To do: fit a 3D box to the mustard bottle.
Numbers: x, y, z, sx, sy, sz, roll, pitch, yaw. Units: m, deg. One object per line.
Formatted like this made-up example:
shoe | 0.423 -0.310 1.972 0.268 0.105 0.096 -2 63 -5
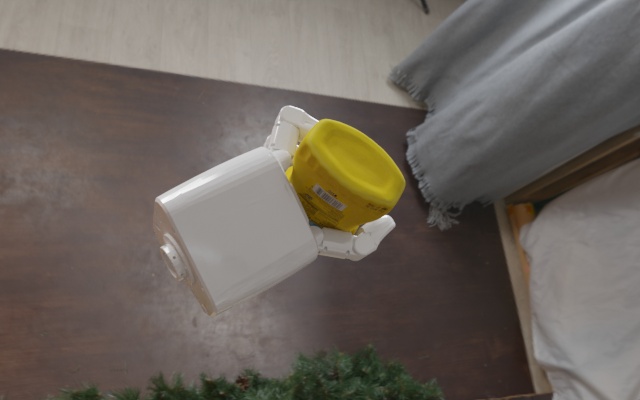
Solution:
mustard bottle | 0.000 0.001 0.478 0.096 0.058 0.192 36 -29 -4
